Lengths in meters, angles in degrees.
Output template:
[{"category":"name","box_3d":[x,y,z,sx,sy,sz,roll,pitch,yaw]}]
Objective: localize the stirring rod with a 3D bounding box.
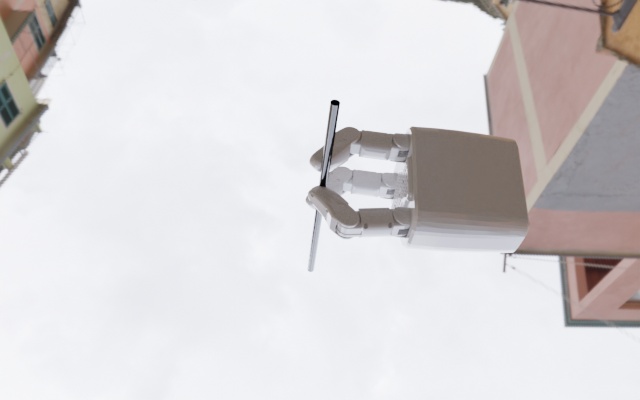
[{"category":"stirring rod","box_3d":[0.000,0.001,0.465,0.011,0.011,0.240,0,-41,-7]}]
